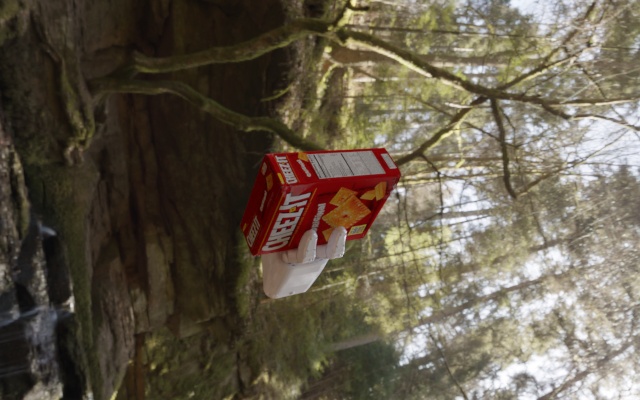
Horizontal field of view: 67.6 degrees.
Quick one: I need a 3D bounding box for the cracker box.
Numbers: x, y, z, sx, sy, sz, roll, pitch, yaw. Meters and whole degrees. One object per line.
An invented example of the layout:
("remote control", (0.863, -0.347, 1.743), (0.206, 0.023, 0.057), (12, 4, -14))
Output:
("cracker box", (0.000, 0.002, 0.748), (0.213, 0.072, 0.164), (-7, -38, -31))
